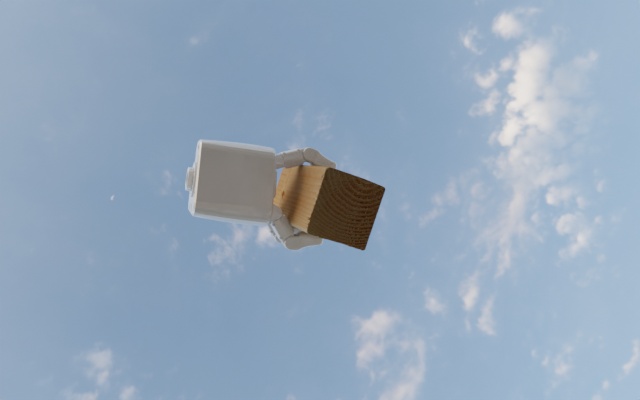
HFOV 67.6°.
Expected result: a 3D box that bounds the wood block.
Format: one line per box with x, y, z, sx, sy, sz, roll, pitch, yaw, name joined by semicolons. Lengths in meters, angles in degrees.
0.000;0.002;0.707;0.090;0.091;0.206;18;-1;-20;wood block
